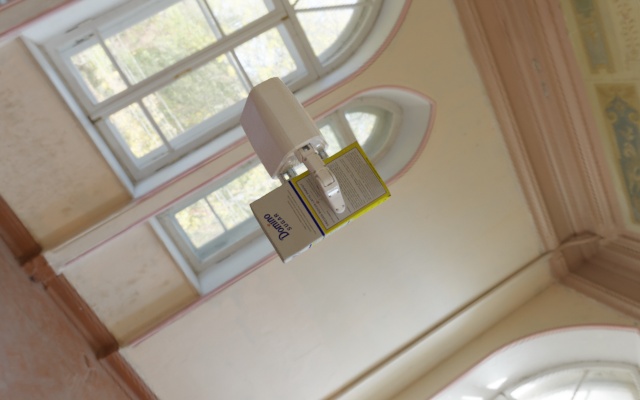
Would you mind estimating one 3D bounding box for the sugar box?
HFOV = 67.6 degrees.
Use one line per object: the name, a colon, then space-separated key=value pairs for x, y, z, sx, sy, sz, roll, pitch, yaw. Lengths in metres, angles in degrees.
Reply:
sugar box: x=0.000 y=0.002 z=0.663 sx=0.176 sy=0.093 sz=0.048 roll=-31 pitch=-9 yaw=-9
